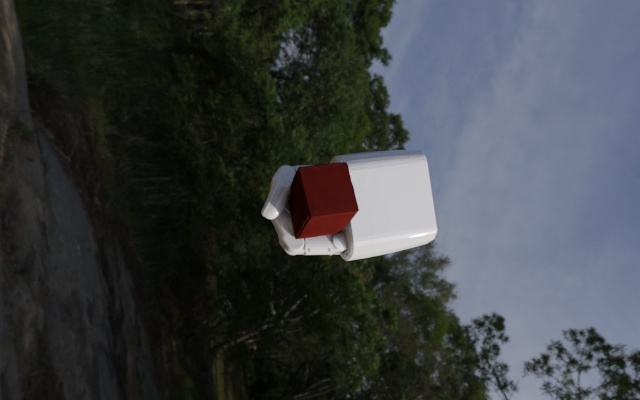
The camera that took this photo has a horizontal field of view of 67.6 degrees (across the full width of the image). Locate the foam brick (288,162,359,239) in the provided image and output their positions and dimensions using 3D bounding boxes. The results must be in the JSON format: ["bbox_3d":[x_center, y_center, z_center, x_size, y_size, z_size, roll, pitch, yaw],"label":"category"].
[{"bbox_3d":[0.000,0.002,0.485,0.051,0.053,0.078,-7,-18,-15],"label":"foam brick"}]
